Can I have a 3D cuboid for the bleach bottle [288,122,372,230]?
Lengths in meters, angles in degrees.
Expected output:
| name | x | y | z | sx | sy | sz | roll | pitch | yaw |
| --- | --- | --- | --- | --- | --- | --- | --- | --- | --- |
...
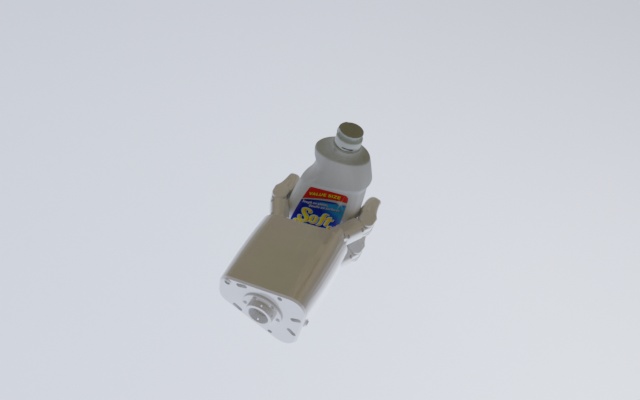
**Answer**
| name | x | y | z | sx | sy | sz | roll | pitch | yaw |
| --- | --- | --- | --- | --- | --- | --- | --- | --- | --- |
| bleach bottle | 0.000 | 0.002 | 0.616 | 0.102 | 0.251 | 0.068 | 27 | 46 | 9 |
